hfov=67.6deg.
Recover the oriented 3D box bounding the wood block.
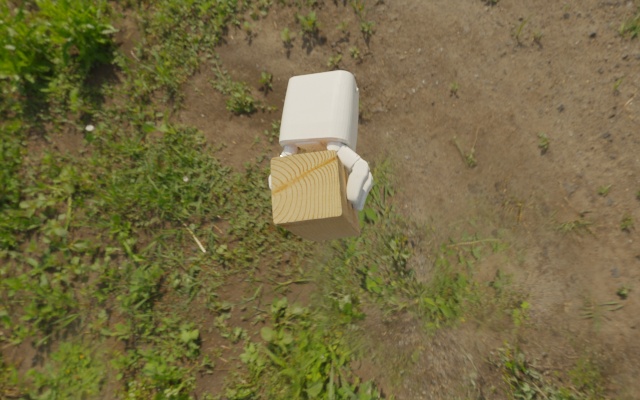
[{"bbox_3d":[0.000,0.002,0.705,0.091,0.090,0.206,-7,-12,10],"label":"wood block"}]
